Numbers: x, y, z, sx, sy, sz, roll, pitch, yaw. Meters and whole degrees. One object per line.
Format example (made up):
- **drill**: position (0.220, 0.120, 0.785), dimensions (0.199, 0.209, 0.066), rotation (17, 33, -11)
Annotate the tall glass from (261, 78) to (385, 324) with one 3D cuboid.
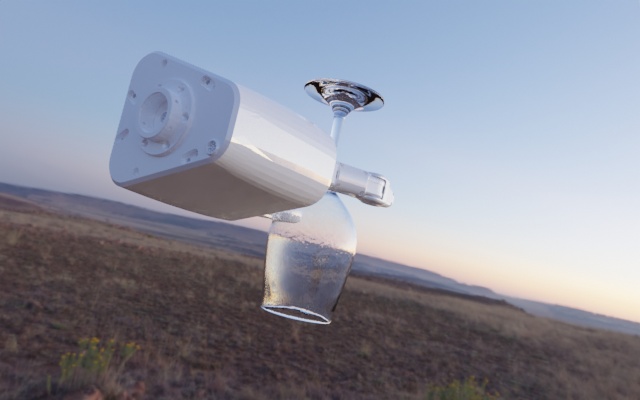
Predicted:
- **tall glass**: position (0.000, 0.001, 0.420), dimensions (0.079, 0.201, 0.079), rotation (12, -6, 1)
